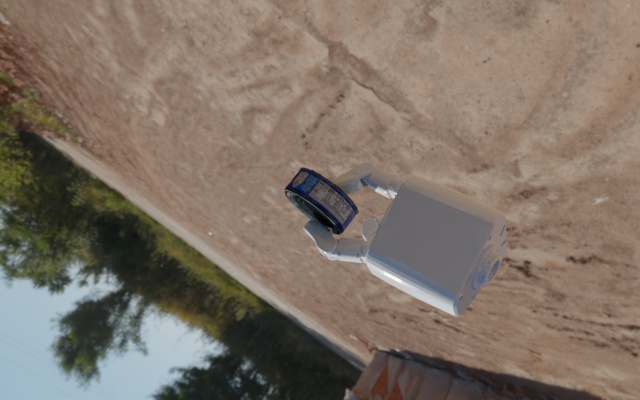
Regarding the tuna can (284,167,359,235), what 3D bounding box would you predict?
[{"bbox_3d":[0.000,0.002,0.554,0.086,0.033,0.086,36,-12,9],"label":"tuna can"}]
